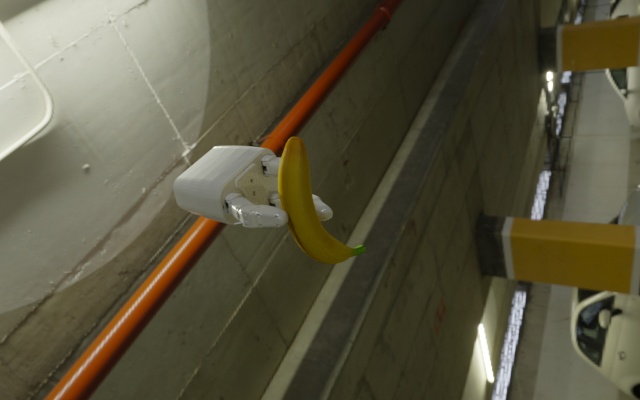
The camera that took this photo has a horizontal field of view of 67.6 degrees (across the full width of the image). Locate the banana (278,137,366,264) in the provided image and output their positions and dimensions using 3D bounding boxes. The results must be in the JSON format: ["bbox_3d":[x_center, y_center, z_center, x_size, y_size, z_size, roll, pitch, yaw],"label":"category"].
[{"bbox_3d":[-0.010,0.017,0.567,0.037,0.069,0.198,19,-31,45],"label":"banana"}]
